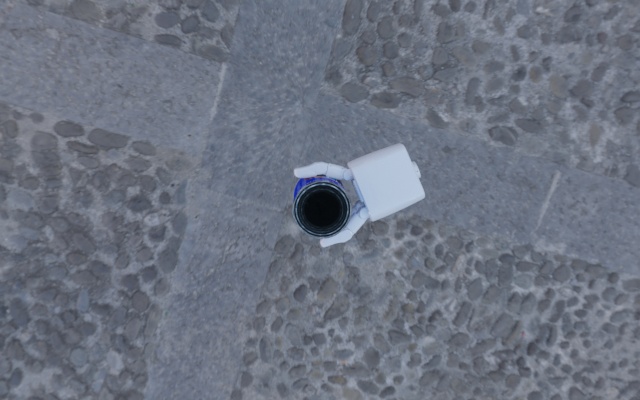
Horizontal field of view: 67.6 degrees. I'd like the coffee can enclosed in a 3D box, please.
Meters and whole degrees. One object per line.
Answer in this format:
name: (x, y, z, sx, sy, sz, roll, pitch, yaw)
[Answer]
coffee can: (0.000, 0.003, 0.882, 0.103, 0.103, 0.140, 0, 11, -2)
